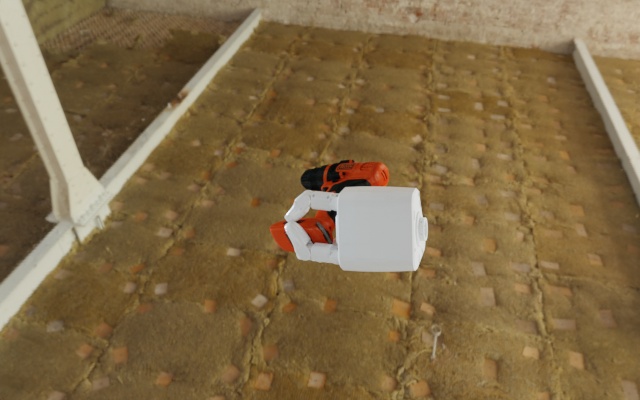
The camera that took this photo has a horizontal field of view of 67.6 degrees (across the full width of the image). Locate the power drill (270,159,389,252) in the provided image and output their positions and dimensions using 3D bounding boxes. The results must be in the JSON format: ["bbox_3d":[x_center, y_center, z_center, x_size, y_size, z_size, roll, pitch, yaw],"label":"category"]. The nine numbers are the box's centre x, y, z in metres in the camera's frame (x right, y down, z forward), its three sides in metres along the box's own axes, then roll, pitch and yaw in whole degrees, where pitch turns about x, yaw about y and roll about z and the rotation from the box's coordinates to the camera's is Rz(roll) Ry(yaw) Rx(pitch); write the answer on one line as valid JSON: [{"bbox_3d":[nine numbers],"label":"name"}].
[{"bbox_3d":[0.000,0.003,0.787,0.184,0.057,0.187,-3,38,44],"label":"power drill"}]
